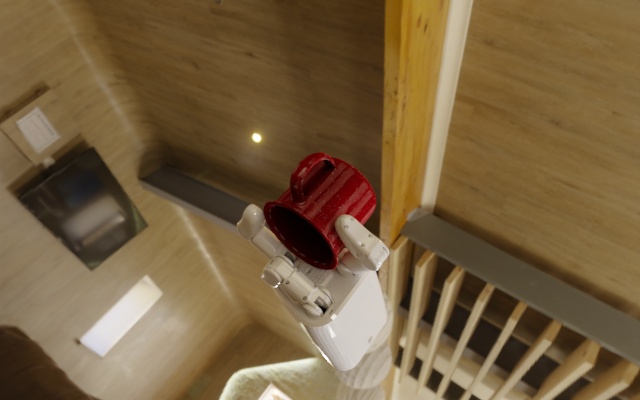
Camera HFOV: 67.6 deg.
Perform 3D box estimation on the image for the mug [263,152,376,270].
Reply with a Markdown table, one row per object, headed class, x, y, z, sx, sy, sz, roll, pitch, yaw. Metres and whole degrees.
| class | x | y | z | sx | sy | sz | roll | pitch | yaw |
| --- | --- | --- | --- | --- | --- | --- | --- | --- | --- |
| mug | 0.000 | 0.000 | 0.478 | 0.093 | 0.117 | 0.081 | 22 | 57 | 35 |
